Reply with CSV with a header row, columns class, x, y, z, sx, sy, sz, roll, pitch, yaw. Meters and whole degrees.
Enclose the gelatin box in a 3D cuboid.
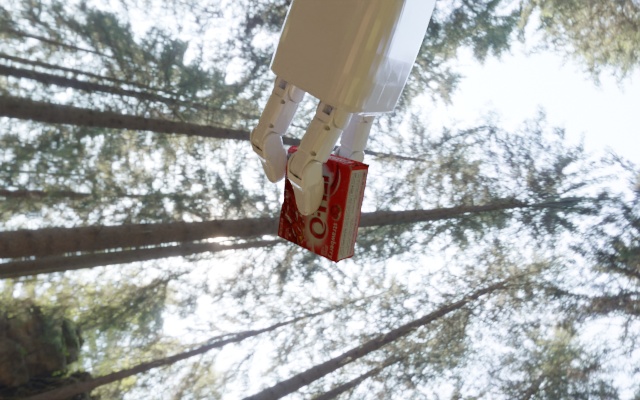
class,x,y,z,sx,sy,sz,roll,pitch,yaw
gelatin box,0.000,0.002,0.430,0.073,0.089,0.030,20,20,36
